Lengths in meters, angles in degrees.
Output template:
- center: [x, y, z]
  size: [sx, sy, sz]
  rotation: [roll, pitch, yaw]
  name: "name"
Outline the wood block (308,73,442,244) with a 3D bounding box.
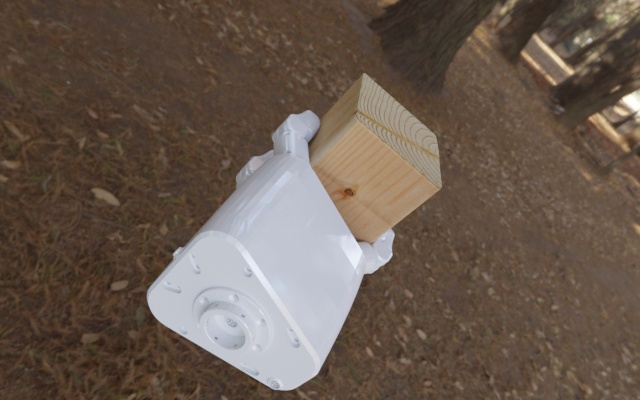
- center: [0.000, 0.002, 0.435]
  size: [0.091, 0.090, 0.206]
  rotation: [37, -57, -17]
  name: "wood block"
